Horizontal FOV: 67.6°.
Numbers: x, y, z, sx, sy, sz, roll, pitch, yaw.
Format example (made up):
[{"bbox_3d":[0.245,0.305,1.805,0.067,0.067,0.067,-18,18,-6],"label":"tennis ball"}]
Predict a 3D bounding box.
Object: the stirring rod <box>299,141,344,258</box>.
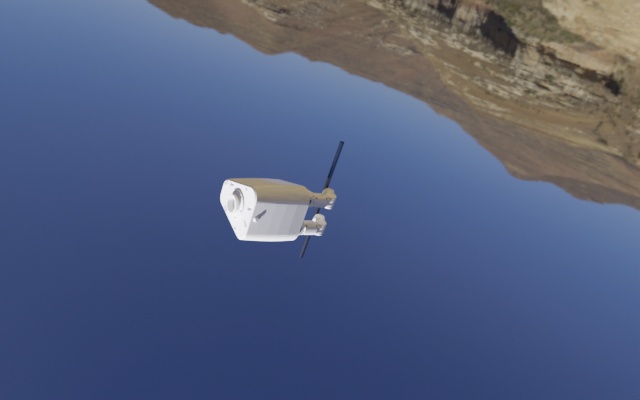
[{"bbox_3d":[0.000,0.003,0.884,0.011,0.240,0.011,17,20,-7],"label":"stirring rod"}]
